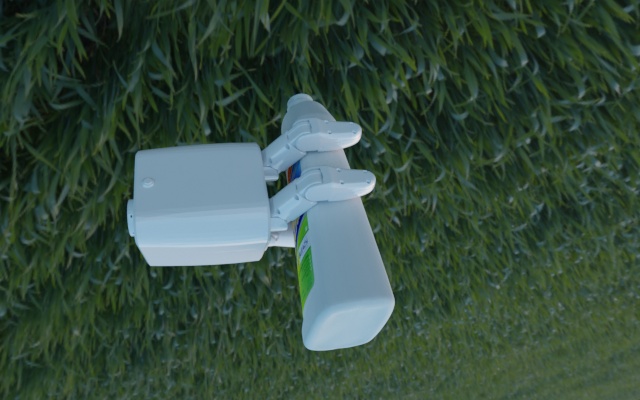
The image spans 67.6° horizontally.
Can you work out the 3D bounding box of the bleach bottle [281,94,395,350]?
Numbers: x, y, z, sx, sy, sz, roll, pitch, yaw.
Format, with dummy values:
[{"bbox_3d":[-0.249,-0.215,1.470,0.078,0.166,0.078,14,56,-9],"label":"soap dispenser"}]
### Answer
[{"bbox_3d":[0.000,0.001,0.451,0.068,0.250,0.103,-3,-36,-15],"label":"bleach bottle"}]
